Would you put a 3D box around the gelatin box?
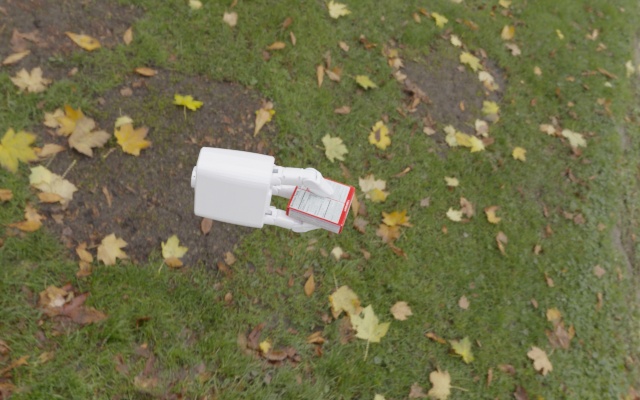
[{"bbox_3d":[0.000,0.002,0.731,0.089,0.073,0.030,18,-33,4],"label":"gelatin box"}]
